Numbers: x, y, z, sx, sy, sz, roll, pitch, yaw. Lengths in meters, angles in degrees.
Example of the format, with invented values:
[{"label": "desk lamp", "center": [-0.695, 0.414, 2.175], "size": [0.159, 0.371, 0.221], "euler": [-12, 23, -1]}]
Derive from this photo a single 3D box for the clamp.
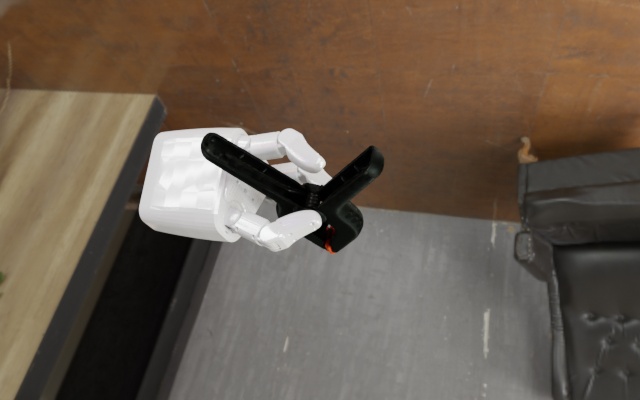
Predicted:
[{"label": "clamp", "center": [0.000, 0.003, 0.472], "size": [0.164, 0.036, 0.210], "euler": [5, -27, 25]}]
